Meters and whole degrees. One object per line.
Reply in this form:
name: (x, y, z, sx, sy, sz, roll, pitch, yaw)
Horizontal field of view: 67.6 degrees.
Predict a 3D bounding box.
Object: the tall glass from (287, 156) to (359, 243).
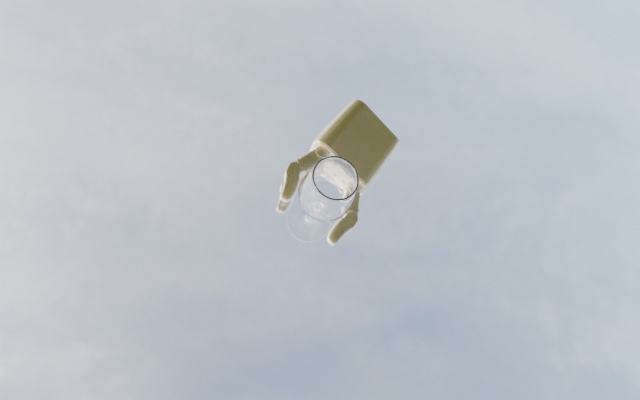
tall glass: (0.000, 0.003, 0.706, 0.079, 0.079, 0.201, 0, -18, -12)
